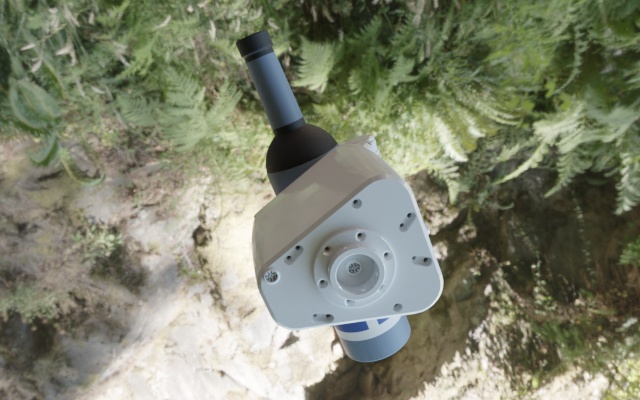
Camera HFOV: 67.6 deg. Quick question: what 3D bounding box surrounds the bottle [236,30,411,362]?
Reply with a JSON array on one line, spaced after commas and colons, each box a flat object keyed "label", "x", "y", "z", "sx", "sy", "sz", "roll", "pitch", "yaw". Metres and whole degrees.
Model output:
[{"label": "bottle", "x": 0.000, "y": 0.002, "z": 0.416, "sx": 0.069, "sy": 0.296, "sz": 0.069, "roll": -21, "pitch": 16, "yaw": 6}]
